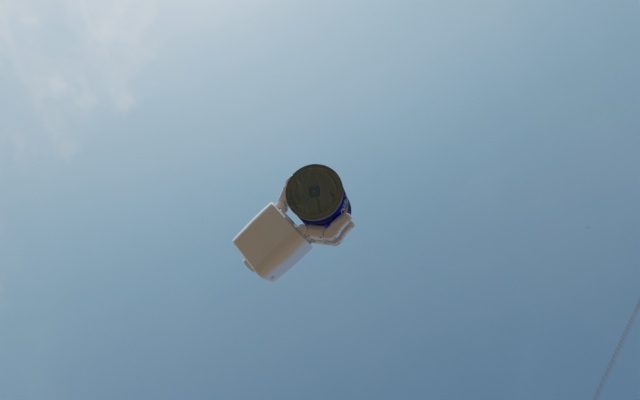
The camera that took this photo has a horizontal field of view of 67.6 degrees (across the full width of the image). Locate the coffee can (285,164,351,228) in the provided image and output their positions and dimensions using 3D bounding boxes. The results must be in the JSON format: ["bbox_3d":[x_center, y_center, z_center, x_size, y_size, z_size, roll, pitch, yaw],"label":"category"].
[{"bbox_3d":[0.000,0.003,0.895,0.103,0.102,0.140,0,-16,10],"label":"coffee can"}]
